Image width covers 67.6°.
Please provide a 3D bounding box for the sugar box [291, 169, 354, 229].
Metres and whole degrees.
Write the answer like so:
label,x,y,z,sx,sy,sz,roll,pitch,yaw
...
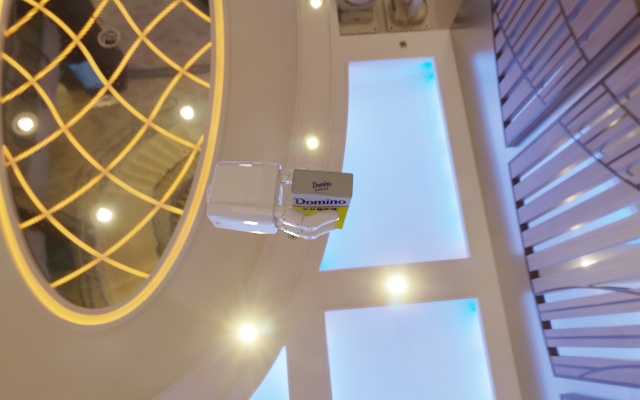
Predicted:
label,x,y,z,sx,sy,sz,roll,pitch,yaw
sugar box,0.000,0.003,0.787,0.093,0.048,0.176,4,-17,0
